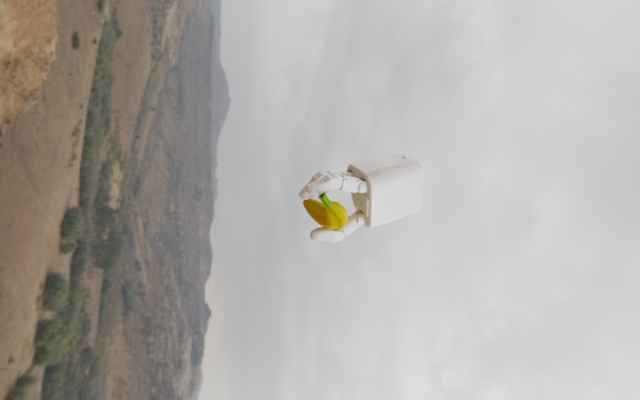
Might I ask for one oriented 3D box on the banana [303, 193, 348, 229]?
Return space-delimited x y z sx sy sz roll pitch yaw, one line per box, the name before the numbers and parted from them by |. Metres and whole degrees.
banana | 0.011 0.018 0.817 0.037 0.069 0.198 -33 3 -11
